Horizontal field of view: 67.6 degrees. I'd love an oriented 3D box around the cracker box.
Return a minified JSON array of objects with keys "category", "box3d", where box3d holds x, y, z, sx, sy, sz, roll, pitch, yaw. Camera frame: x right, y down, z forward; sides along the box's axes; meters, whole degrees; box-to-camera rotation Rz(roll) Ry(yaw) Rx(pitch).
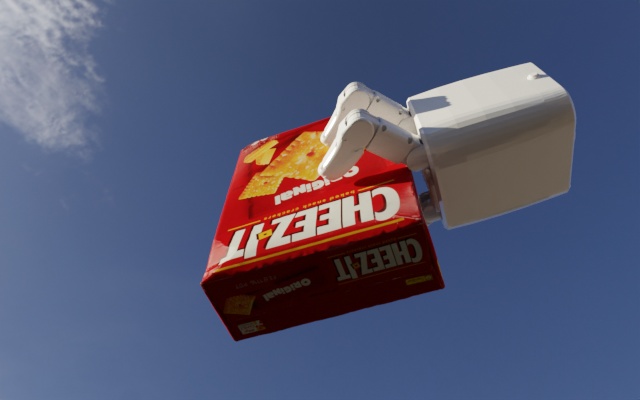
[{"category":"cracker box","box3d":[0.000,0.001,0.418,0.164,0.072,0.213,-17,31,11]}]
